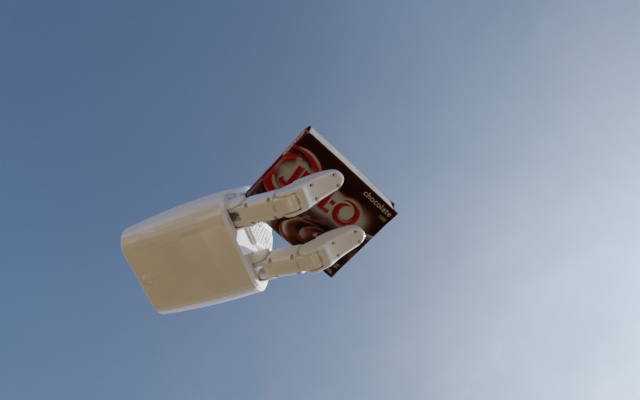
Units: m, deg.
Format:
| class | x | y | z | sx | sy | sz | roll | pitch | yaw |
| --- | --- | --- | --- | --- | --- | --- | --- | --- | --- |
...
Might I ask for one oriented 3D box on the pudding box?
| class | x | y | z | sx | sy | sz | roll | pitch | yaw |
| --- | --- | --- | --- | --- | --- | --- | --- | --- | --- |
| pudding box | 0.000 | 0.001 | 0.442 | 0.113 | 0.090 | 0.039 | 40 | 17 | -12 |
